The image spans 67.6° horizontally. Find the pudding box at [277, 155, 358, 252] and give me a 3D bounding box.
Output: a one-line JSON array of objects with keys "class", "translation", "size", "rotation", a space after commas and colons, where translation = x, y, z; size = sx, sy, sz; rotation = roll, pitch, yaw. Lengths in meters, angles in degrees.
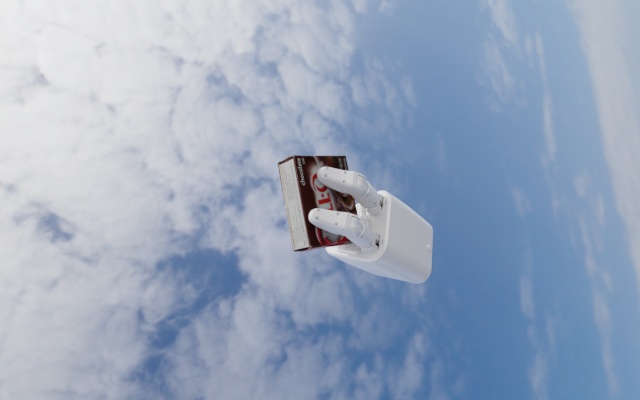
[{"class": "pudding box", "translation": [0.000, 0.002, 0.587], "size": [0.090, 0.113, 0.039], "rotation": [-5, -11, -45]}]
